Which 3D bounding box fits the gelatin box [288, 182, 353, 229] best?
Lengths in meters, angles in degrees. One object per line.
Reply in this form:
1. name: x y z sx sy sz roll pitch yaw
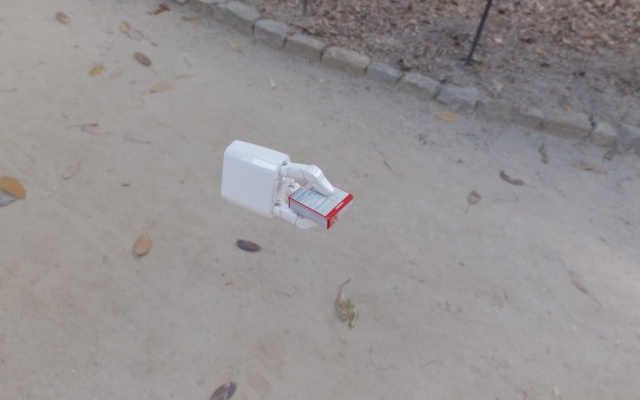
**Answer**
1. gelatin box: 0.000 0.002 0.821 0.089 0.030 0.073 27 48 27
